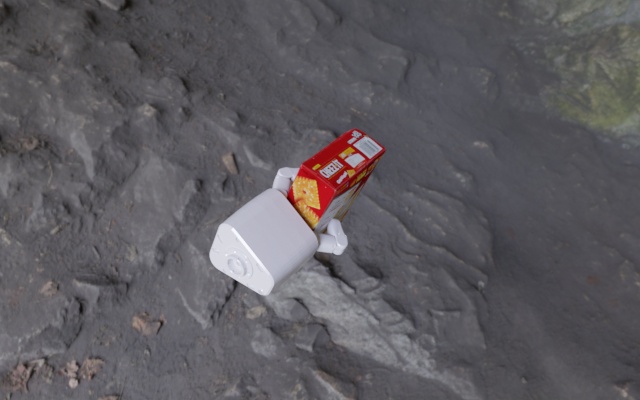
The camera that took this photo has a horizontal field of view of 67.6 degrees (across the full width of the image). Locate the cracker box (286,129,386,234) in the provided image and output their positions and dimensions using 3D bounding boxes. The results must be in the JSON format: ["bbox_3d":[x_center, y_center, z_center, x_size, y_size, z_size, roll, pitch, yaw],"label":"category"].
[{"bbox_3d":[0.000,0.003,0.774,0.072,0.214,0.164,39,42,11],"label":"cracker box"}]
